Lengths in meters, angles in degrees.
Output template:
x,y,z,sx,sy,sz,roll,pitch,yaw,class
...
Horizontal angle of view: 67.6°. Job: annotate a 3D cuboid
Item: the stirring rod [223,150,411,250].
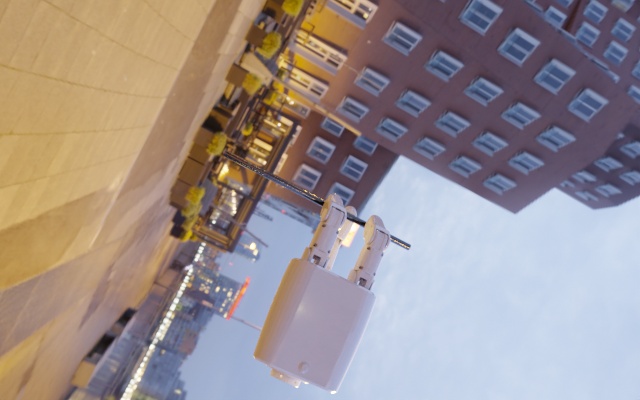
x,y,z,sx,sy,sz,roll,pitch,yaw,class
0.000,0.002,0.547,0.239,0.011,0.011,27,-5,-10,stirring rod
